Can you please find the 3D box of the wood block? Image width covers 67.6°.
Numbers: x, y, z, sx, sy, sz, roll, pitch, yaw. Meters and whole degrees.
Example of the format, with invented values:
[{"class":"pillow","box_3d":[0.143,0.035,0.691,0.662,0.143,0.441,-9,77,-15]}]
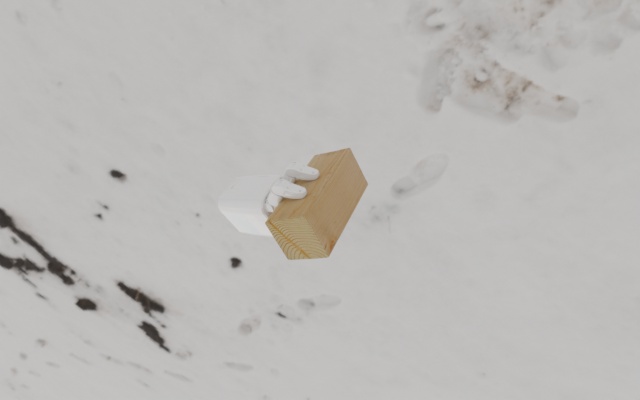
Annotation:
[{"class":"wood block","box_3d":[0.000,0.003,0.863,0.090,0.091,0.206,-9,33,34]}]
